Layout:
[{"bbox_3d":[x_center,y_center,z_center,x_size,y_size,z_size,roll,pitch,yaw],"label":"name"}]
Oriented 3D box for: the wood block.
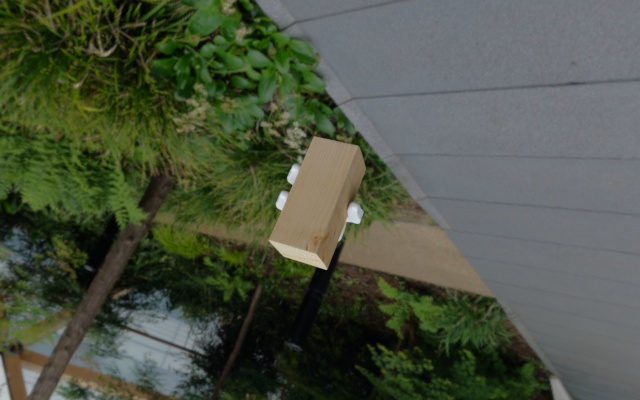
[{"bbox_3d":[0.000,0.003,0.841,0.091,0.206,0.090,15,-20,20],"label":"wood block"}]
